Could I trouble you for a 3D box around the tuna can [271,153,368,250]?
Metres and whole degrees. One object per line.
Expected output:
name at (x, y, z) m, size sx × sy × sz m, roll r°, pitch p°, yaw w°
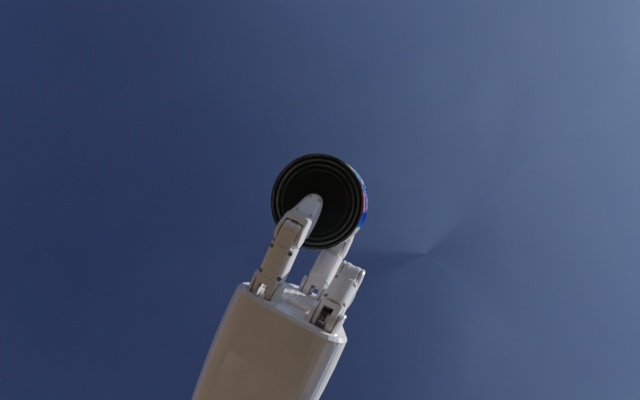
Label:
tuna can at (0.000, 0.001, 0.438) m, size 0.086 × 0.086 × 0.034 m, roll 0°, pitch -1°, yaw 15°
